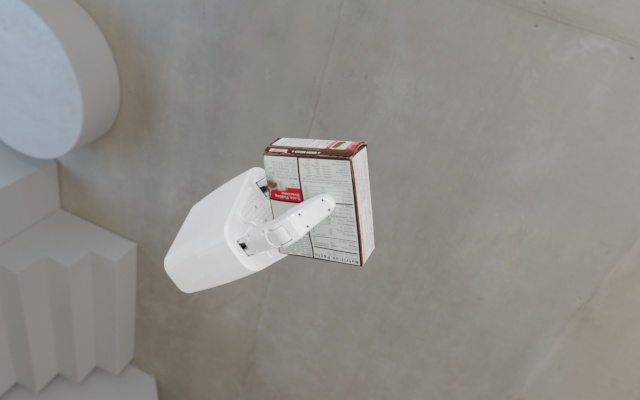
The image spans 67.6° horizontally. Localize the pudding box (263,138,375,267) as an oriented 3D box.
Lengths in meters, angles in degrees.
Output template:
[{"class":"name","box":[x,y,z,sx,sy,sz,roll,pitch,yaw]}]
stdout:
[{"class":"pudding box","box":[0.000,0.002,0.439,0.090,0.113,0.039,6,32,24]}]
